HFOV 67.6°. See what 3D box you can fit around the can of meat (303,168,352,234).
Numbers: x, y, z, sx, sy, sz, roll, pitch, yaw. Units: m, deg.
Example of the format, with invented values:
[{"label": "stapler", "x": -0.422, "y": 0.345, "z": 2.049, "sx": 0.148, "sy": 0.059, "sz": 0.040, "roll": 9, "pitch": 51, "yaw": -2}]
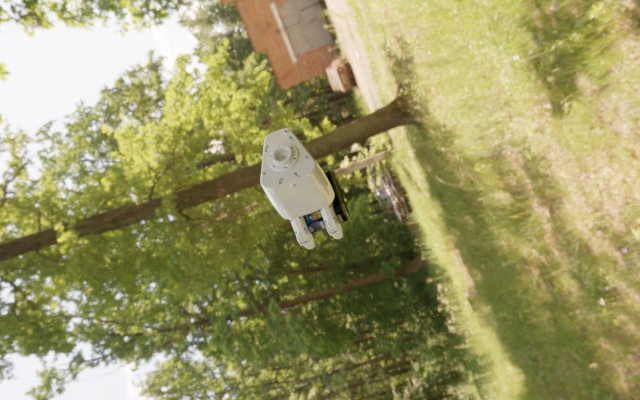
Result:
[{"label": "can of meat", "x": 0.000, "y": 0.003, "z": 0.867, "sx": 0.084, "sy": 0.102, "sz": 0.057, "roll": -20, "pitch": -27, "yaw": 5}]
